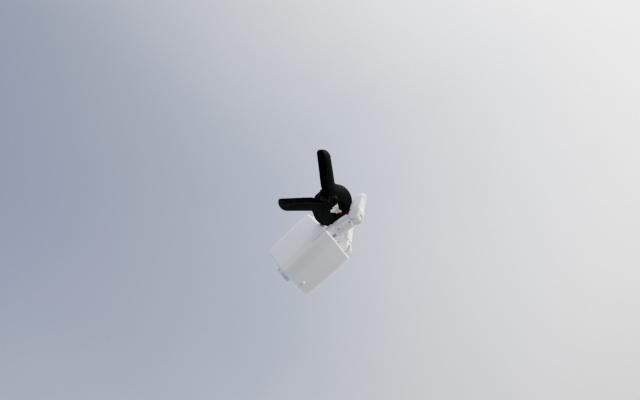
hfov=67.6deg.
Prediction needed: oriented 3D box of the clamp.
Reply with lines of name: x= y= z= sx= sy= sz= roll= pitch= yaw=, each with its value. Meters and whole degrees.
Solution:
clamp: x=0.000 y=0.002 z=0.832 sx=0.039 sy=0.120 sz=0.172 roll=43 pitch=-7 yaw=46
